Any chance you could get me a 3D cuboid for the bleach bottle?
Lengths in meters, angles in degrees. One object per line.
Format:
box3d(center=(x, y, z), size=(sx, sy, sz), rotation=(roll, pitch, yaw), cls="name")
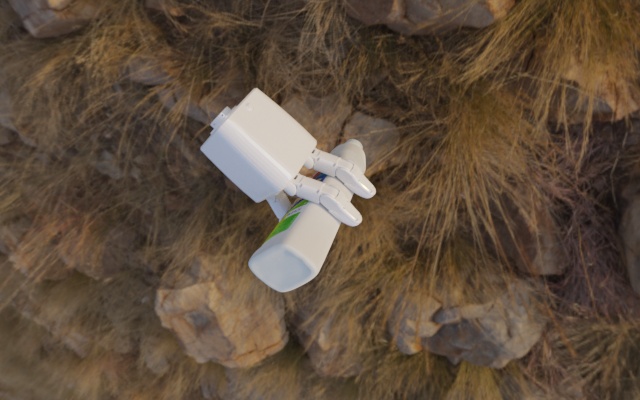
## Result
box3d(center=(0.000, 0.002, 0.653), size=(0.102, 0.068, 0.250), rotation=(-34, 19, 45), cls="bleach bottle")
